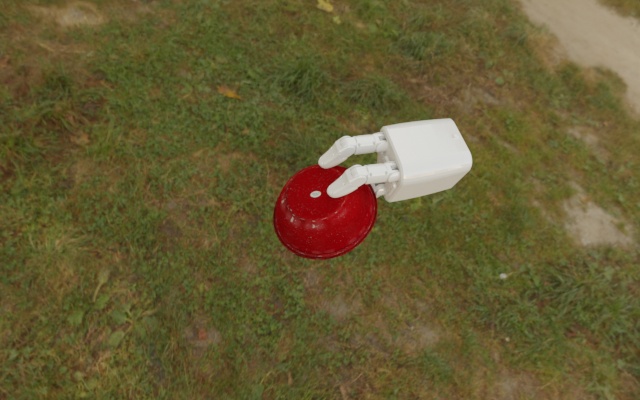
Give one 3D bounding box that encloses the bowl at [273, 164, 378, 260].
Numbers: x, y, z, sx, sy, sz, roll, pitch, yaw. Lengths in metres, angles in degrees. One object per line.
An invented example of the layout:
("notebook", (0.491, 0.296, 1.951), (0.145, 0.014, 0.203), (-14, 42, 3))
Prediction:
("bowl", (-0.001, 0.003, 0.696), (0.162, 0.162, 0.055), (0, -30, 15))
